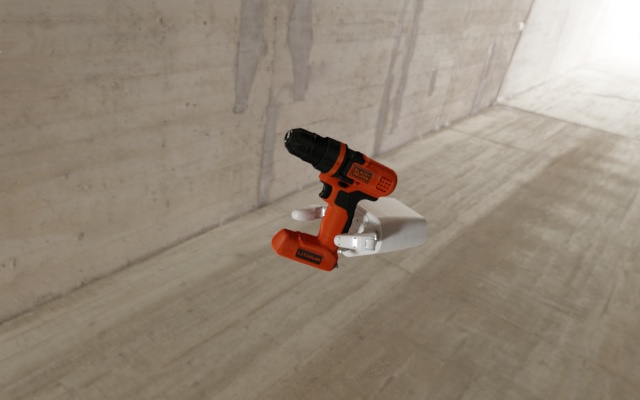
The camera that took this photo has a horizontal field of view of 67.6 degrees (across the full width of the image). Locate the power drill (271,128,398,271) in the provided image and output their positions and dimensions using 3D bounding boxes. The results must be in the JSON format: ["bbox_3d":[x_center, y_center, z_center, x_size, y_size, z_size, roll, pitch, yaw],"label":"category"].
[{"bbox_3d":[0.000,0.003,0.706,0.184,0.188,0.057,23,17,-20],"label":"power drill"}]
